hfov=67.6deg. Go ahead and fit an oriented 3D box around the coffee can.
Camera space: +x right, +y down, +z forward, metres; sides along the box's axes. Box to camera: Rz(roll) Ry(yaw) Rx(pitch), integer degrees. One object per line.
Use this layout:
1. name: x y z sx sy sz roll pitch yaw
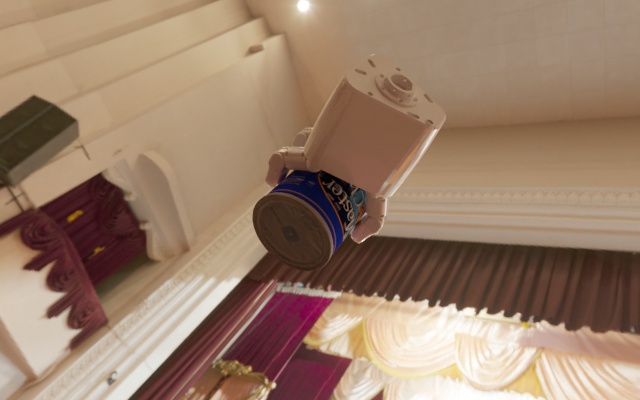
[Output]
1. coffee can: 0.000 0.002 0.575 0.103 0.103 0.140 0 31 35
